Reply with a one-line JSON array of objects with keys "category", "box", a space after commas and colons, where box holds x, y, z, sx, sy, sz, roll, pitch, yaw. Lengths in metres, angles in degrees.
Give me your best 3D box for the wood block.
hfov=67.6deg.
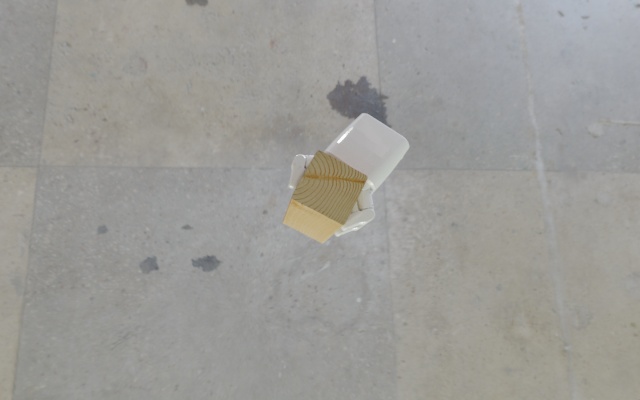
[{"category": "wood block", "box": [0.000, 0.002, 0.813, 0.091, 0.090, 0.206, 28, -15, -1]}]
